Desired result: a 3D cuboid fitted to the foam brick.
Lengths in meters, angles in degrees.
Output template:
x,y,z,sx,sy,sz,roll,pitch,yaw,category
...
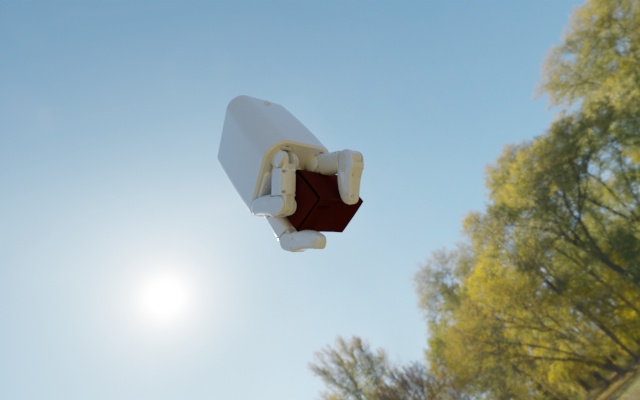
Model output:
x,y,z,sx,sy,sz,roll,pitch,yaw,category
0.000,0.002,0.557,0.078,0.053,0.051,5,37,-47,foam brick
